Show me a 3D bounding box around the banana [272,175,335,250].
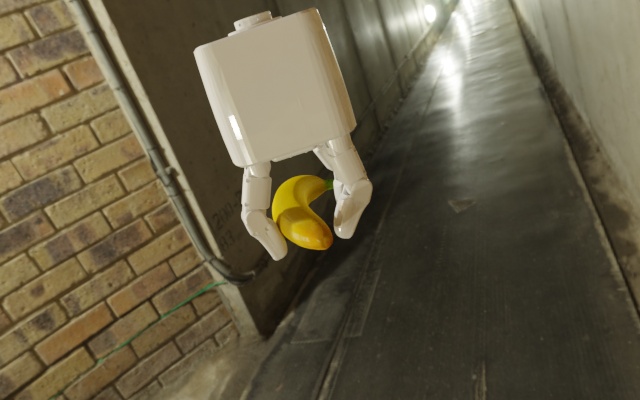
[{"bbox_3d":[-0.018,0.004,0.499,0.069,0.037,0.197,-12,18,9],"label":"banana"}]
